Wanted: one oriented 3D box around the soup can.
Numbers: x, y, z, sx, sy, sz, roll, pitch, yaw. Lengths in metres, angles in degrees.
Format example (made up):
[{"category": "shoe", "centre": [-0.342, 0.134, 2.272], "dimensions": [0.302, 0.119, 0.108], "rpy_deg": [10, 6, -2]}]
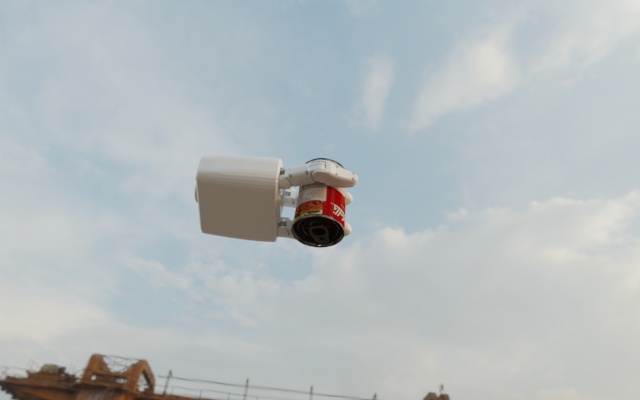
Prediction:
[{"category": "soup can", "centre": [0.001, 0.002, 0.635], "dimensions": [0.068, 0.102, 0.069], "rpy_deg": [3, -40, 3]}]
